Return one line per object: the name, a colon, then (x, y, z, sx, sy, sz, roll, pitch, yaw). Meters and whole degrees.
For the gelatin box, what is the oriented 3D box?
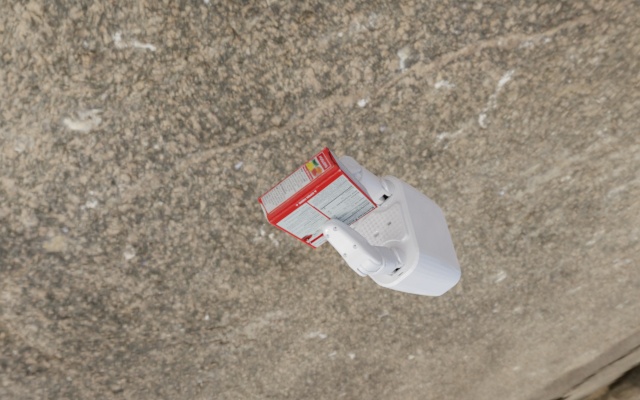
gelatin box: (0.000, 0.002, 0.417, 0.073, 0.030, 0.089, -36, -32, 11)
